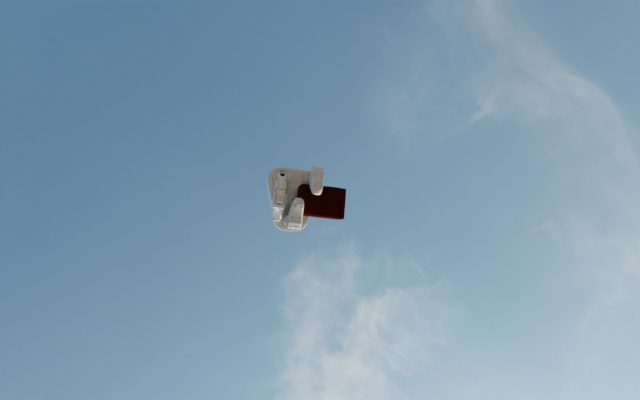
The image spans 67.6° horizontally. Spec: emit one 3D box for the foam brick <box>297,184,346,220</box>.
[{"bbox_3d":[0.000,0.003,0.814,0.078,0.053,0.051,7,-5,-8],"label":"foam brick"}]
